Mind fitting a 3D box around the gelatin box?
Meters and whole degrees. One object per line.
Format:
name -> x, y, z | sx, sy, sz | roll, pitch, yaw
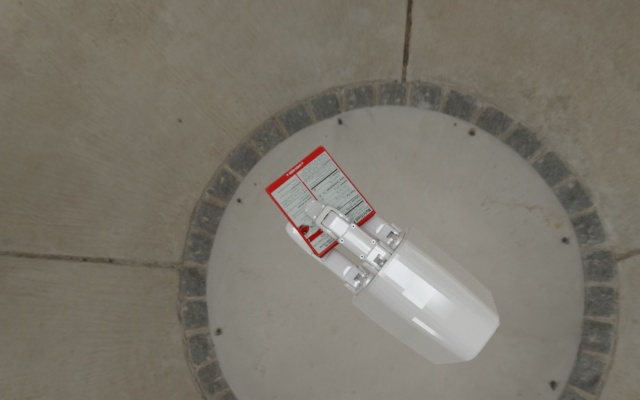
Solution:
gelatin box -> 0.000, 0.001, 0.479 | 0.073, 0.089, 0.030 | -39, -4, -1
